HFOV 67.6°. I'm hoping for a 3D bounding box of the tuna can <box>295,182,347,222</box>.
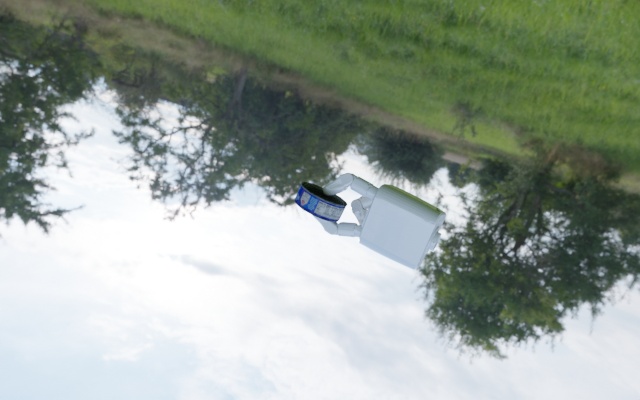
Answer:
[{"bbox_3d":[0.000,0.003,0.808,0.086,0.034,0.086,24,13,-6],"label":"tuna can"}]
